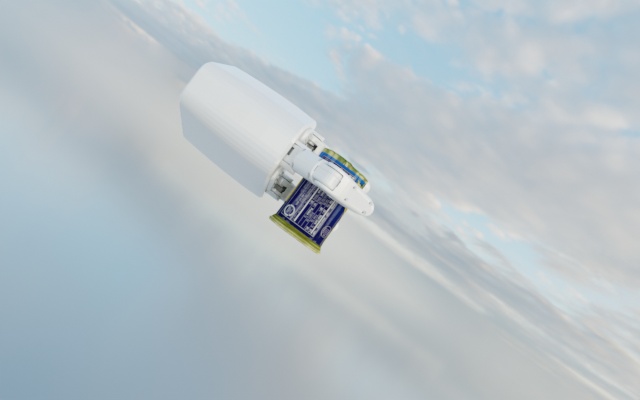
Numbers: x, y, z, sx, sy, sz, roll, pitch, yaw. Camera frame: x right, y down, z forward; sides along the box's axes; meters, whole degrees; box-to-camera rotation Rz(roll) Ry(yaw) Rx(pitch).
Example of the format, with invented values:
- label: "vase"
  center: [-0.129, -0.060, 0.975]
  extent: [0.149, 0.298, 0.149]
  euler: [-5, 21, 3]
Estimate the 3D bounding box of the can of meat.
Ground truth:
- label: "can of meat"
  center: [0.000, 0.001, 0.469]
  extent: [0.057, 0.084, 0.102]
  euler: [36, -3, 3]
